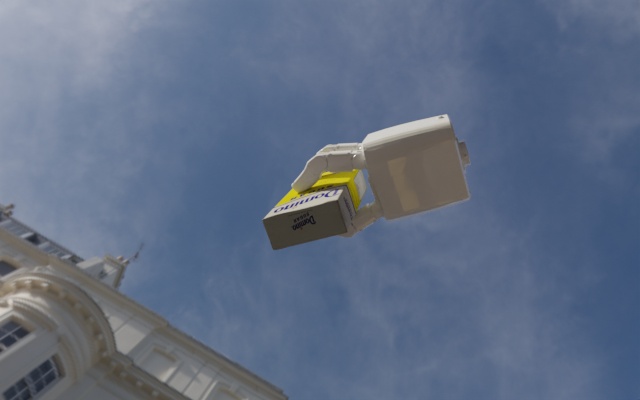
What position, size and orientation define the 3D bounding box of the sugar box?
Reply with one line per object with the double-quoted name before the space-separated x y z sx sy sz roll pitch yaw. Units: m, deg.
"sugar box" 0.000 0.001 0.602 0.093 0.048 0.176 -15 11 16
